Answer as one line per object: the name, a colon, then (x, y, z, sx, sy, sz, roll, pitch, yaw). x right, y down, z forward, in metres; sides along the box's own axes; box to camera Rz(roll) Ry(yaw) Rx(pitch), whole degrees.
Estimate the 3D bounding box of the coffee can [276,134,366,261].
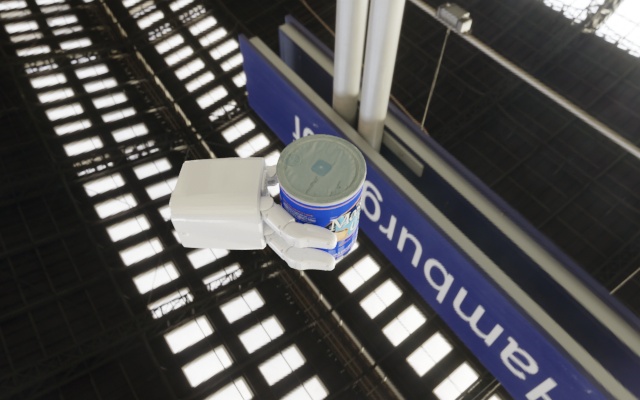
coffee can: (0.000, 0.002, 0.599, 0.103, 0.102, 0.140, 0, -36, -1)
